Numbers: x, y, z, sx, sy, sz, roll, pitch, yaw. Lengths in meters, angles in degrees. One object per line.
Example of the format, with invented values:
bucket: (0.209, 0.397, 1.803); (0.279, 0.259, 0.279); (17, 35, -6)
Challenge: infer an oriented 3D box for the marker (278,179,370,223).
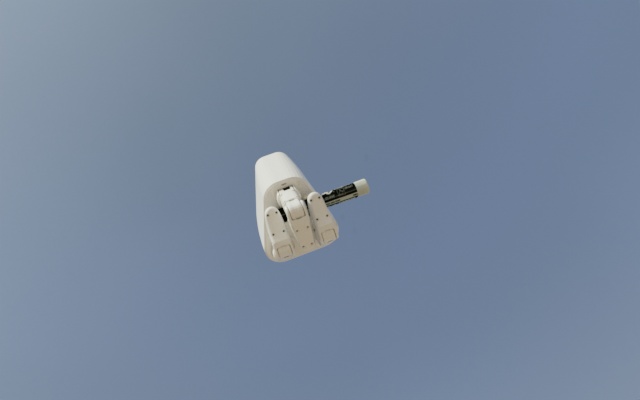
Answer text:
marker: (0.000, 0.002, 0.575); (0.121, 0.020, 0.020); (-19, 2, -7)
